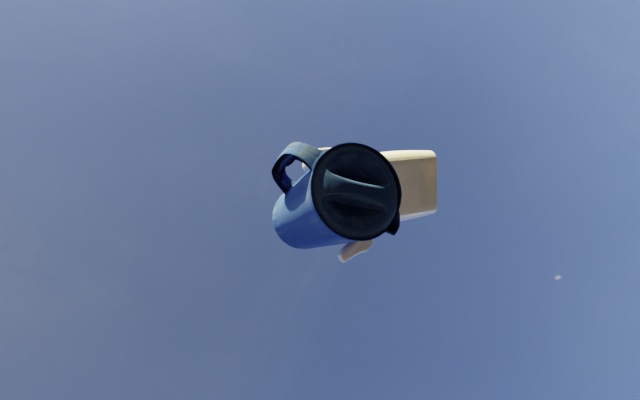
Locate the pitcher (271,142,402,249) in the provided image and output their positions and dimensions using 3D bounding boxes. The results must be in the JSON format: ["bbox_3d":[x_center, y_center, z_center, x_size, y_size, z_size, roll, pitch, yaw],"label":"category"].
[{"bbox_3d":[0.000,0.002,0.728,0.145,0.149,0.243,-8,-8,-23],"label":"pitcher"}]
